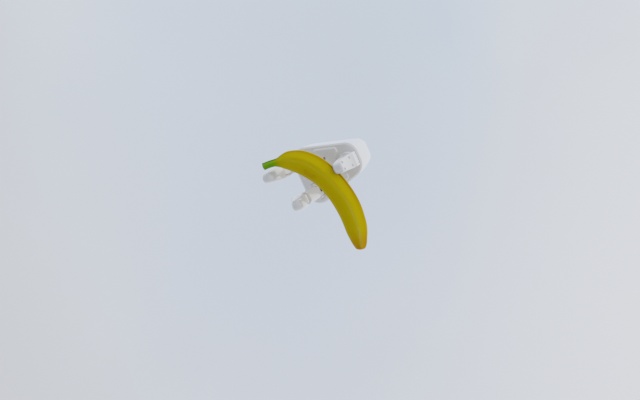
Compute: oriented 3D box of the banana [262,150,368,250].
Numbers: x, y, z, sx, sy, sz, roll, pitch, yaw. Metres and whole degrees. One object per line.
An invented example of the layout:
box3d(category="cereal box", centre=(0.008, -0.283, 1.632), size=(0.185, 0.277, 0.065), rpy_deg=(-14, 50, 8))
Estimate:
box3d(category="banana", centre=(0.009, -0.013, 0.708), size=(0.198, 0.070, 0.037), rpy_deg=(41, 17, 2))
